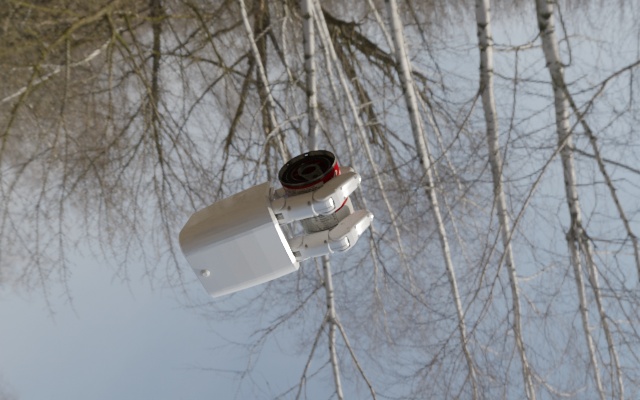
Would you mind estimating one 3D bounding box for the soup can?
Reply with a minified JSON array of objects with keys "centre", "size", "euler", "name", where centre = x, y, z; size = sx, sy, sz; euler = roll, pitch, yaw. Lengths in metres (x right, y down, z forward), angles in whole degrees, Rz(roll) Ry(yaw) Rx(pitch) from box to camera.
[{"centre":[0.001,0.002,0.558],"size":[0.068,0.102,0.068],"euler":[-15,33,10],"name":"soup can"}]
